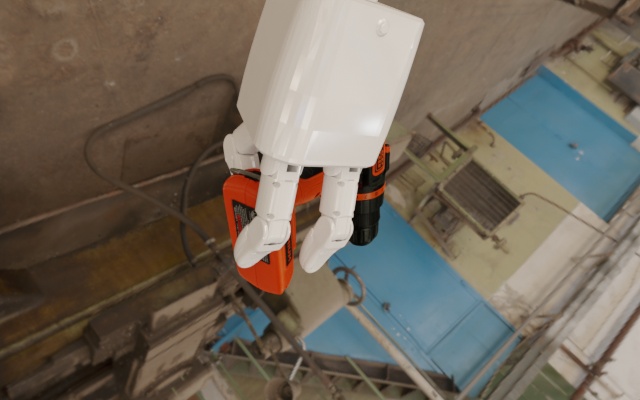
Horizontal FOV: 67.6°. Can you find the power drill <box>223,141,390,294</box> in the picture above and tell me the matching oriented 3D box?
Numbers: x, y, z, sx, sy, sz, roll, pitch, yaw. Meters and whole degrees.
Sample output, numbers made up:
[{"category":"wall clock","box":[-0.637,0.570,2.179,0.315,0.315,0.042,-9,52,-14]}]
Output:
[{"category":"power drill","box":[0.000,0.001,0.445,0.057,0.185,0.187,17,38,31]}]
